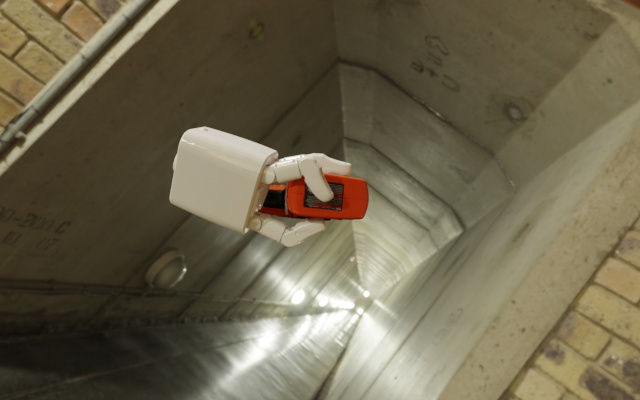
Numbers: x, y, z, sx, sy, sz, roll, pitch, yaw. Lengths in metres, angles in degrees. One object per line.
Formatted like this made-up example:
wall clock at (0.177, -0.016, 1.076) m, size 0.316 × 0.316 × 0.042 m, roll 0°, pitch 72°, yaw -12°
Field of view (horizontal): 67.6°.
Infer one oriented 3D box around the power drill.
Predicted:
power drill at (0.000, 0.002, 0.684) m, size 0.184 × 0.057 × 0.187 m, roll 4°, pitch -6°, yaw -17°
